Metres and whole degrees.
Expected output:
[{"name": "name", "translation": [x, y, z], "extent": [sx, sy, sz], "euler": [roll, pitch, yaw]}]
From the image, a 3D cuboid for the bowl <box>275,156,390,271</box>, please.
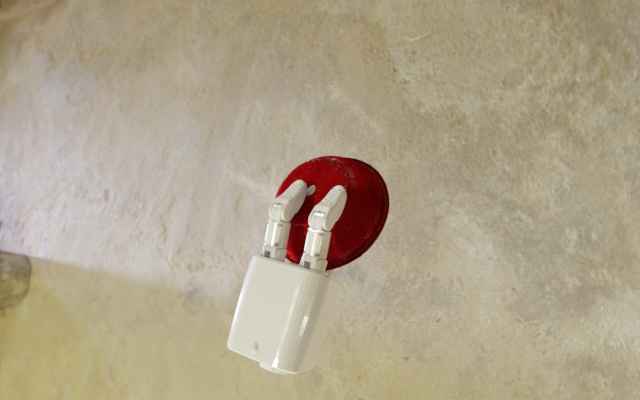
[{"name": "bowl", "translation": [0.000, 0.001, 0.589], "extent": [0.162, 0.162, 0.055], "euler": [0, -28, 27]}]
